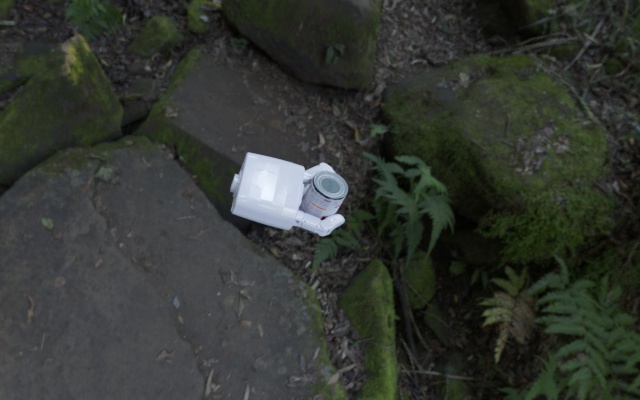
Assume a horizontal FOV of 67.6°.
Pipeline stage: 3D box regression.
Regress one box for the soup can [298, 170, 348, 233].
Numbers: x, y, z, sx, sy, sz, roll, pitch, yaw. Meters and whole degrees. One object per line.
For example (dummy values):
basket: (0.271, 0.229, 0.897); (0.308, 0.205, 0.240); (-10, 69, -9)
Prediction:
soup can: (0.001, 0.003, 0.864); (0.068, 0.068, 0.102); (0, -39, -27)
